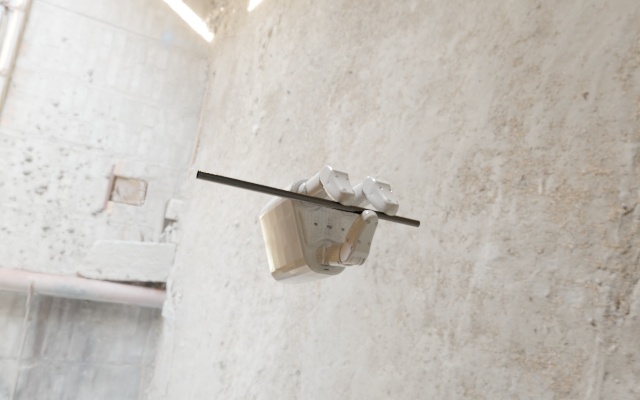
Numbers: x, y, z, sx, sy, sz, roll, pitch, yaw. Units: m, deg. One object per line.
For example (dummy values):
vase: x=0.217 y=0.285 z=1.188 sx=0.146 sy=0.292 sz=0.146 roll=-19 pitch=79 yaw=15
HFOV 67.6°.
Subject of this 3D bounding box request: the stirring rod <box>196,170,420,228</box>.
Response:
stirring rod: x=0.000 y=0.002 z=0.461 sx=0.239 sy=0.011 sz=0.011 roll=13 pitch=-6 yaw=-27
